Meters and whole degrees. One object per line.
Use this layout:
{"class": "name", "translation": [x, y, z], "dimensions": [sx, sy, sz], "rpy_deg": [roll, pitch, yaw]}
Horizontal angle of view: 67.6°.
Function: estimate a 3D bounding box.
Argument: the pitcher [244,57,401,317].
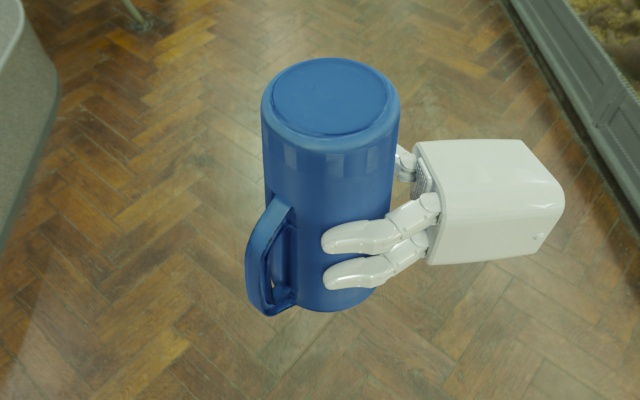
{"class": "pitcher", "translation": [0.000, 0.001, 0.447], "dimensions": [0.145, 0.149, 0.243], "rpy_deg": [-2, -38, -2]}
